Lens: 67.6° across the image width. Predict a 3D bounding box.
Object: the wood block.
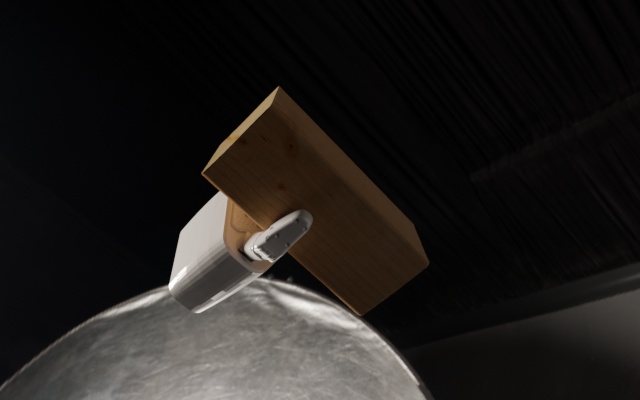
[{"bbox_3d":[0.000,0.002,0.465,0.090,0.206,0.090,-41,18,17],"label":"wood block"}]
